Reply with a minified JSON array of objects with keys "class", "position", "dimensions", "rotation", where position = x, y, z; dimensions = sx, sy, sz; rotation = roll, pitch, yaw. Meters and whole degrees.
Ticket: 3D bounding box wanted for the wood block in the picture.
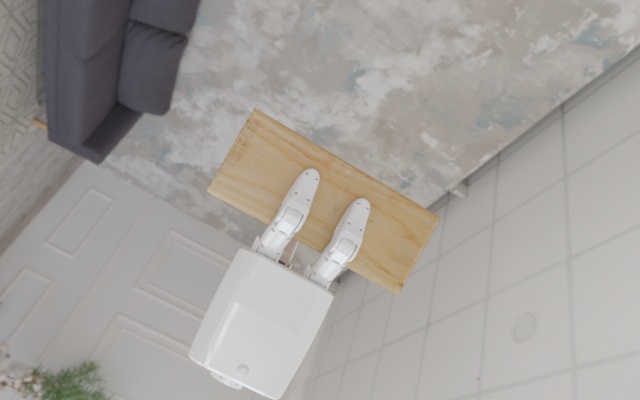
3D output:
[{"class":"wood block","position":[0.000,0.002,0.487],"dimensions":[0.206,0.090,0.091],"rotation":[30,-3,-10]}]
